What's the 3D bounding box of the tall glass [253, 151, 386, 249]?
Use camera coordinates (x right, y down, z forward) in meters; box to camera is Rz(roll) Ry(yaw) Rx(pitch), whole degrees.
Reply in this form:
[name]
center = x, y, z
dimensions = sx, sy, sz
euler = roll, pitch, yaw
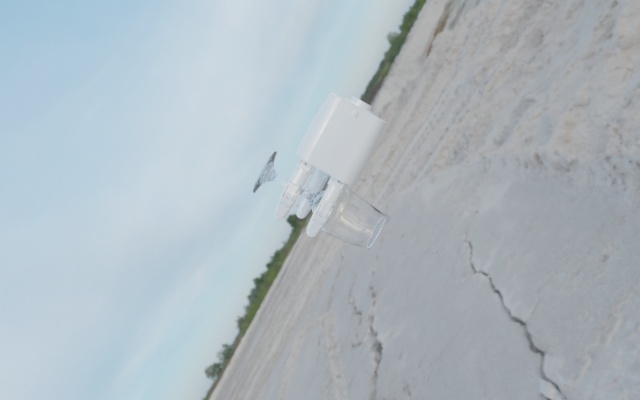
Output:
[tall glass]
center = -0.001, 0.002, 0.746
dimensions = 0.201, 0.079, 0.079
euler = 29, -1, -1
